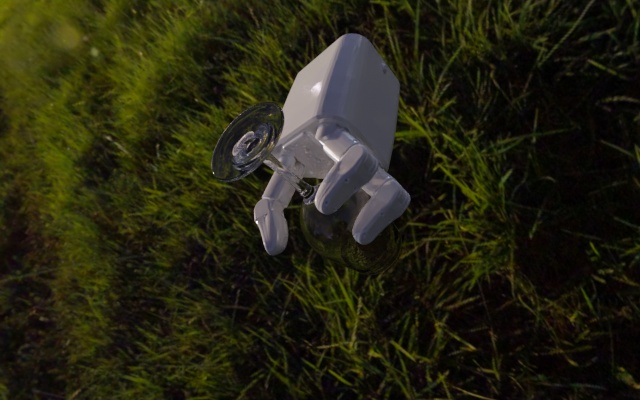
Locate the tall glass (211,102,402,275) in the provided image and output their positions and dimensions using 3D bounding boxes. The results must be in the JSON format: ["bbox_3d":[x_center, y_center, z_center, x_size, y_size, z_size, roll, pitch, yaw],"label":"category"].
[{"bbox_3d":[0.000,0.001,0.433,0.079,0.079,0.201,0,-30,42],"label":"tall glass"}]
